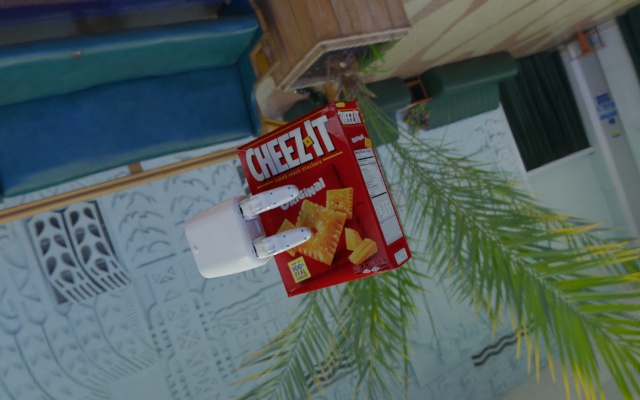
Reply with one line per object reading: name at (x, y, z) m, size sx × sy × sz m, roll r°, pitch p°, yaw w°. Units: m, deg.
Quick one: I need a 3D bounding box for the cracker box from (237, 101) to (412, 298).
cracker box at (0.000, 0.002, 0.616) m, size 0.164 × 0.213 × 0.072 m, roll -20°, pitch 0°, yaw 31°
